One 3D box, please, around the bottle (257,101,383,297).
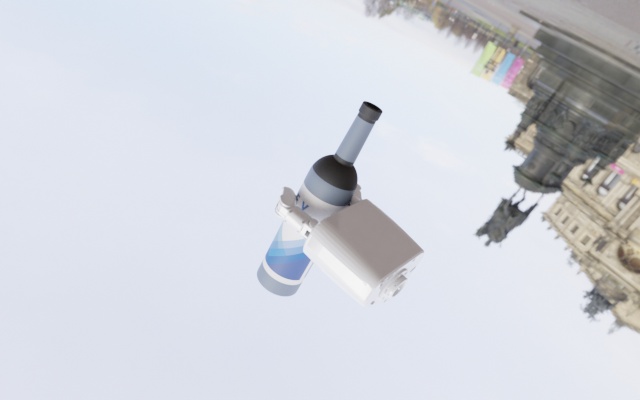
[{"bbox_3d":[0.000,0.002,0.643,0.069,0.296,0.069,23,26,-12],"label":"bottle"}]
